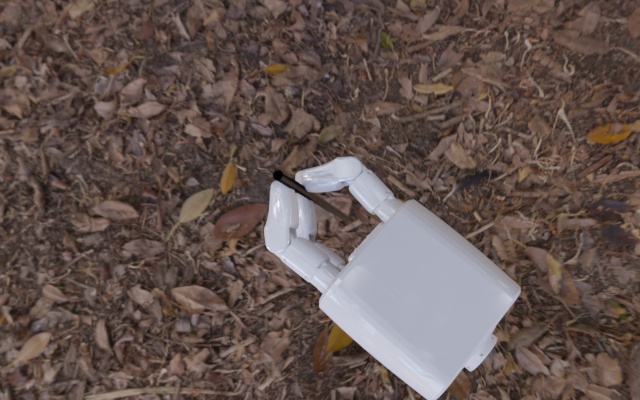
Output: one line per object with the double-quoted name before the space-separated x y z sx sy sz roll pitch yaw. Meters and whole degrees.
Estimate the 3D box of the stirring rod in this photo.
"stirring rod" 0.000 0.002 0.464 0.011 0.011 0.239 0 -10 15
